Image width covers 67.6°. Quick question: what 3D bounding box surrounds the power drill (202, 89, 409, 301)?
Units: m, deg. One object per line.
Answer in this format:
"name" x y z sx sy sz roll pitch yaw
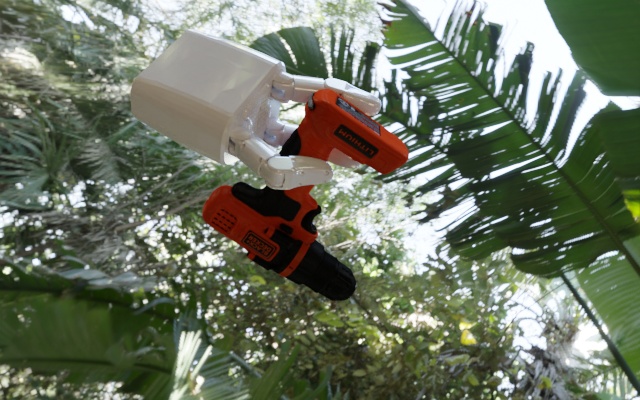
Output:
"power drill" 0.000 0.001 0.475 0.184 0.188 0.057 34 22 -13
